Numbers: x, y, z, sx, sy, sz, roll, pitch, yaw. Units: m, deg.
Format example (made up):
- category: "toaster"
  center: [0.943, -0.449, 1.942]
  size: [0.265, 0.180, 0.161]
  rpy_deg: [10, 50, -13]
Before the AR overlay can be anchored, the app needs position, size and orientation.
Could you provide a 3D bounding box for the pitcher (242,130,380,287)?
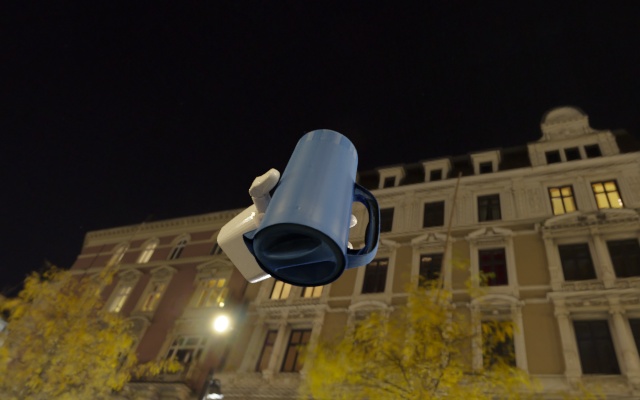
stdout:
- category: "pitcher"
  center: [0.000, 0.002, 0.729]
  size: [0.145, 0.242, 0.149]
  rpy_deg: [-31, -61, 36]
